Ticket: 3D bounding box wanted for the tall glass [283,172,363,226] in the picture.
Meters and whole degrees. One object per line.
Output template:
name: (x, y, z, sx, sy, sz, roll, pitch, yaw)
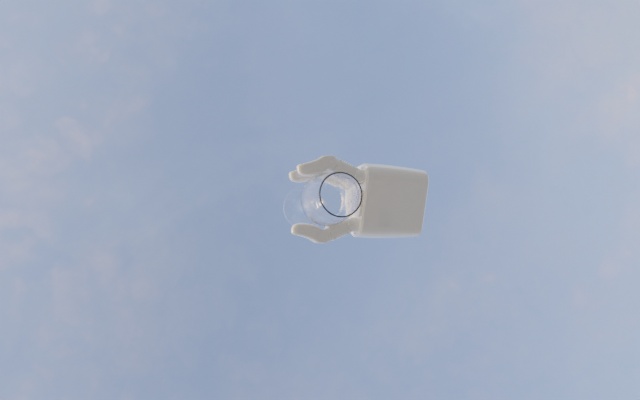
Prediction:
tall glass: (0.000, 0.003, 0.731, 0.079, 0.079, 0.201, 0, -6, -16)
